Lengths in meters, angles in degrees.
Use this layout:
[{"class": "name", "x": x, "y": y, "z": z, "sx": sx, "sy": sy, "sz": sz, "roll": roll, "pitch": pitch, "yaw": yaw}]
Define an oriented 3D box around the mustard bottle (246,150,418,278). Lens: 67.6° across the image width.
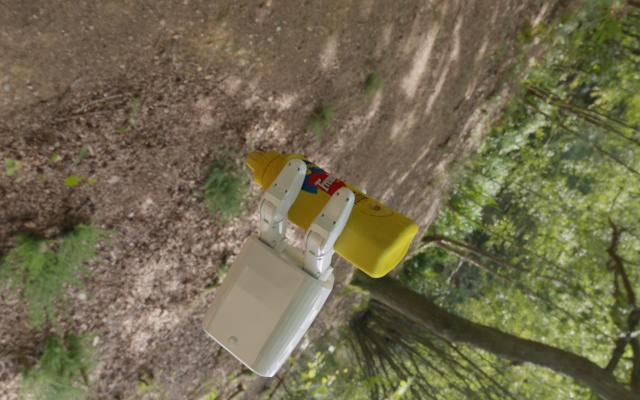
[{"class": "mustard bottle", "x": 0.000, "y": 0.001, "z": 0.489, "sx": 0.191, "sy": 0.058, "sz": 0.096, "roll": 32, "pitch": 25, "yaw": 20}]
